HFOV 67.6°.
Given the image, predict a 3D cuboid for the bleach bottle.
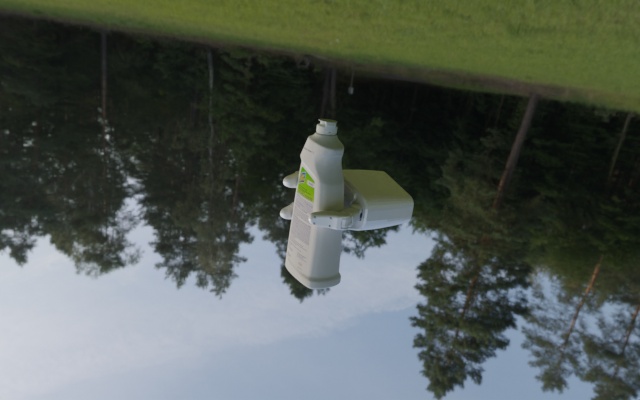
[{"bbox_3d":[0.000,0.002,0.740,0.068,0.251,0.102,-4,20,-33],"label":"bleach bottle"}]
